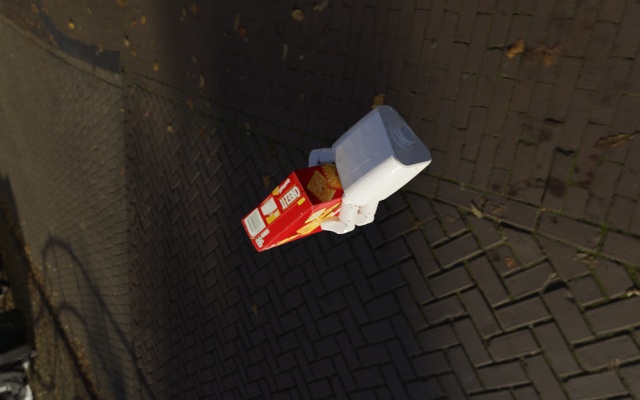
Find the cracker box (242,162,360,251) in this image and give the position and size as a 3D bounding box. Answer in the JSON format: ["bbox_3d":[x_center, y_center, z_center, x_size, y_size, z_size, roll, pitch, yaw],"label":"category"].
[{"bbox_3d":[0.000,0.003,0.804,0.213,0.072,0.164,-15,-19,-46],"label":"cracker box"}]
